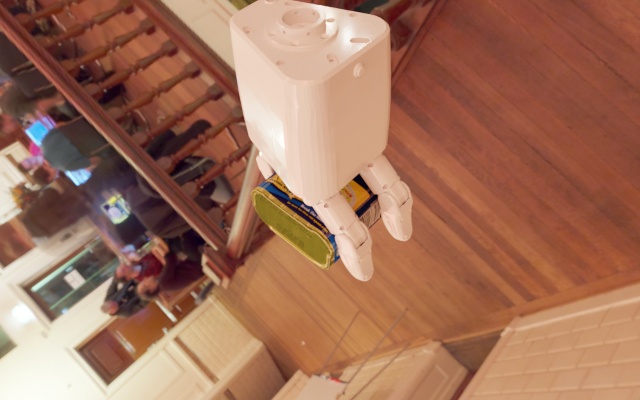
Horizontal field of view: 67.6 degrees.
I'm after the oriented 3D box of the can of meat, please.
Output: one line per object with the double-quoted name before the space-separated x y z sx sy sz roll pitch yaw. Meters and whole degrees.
"can of meat" 0.000 0.002 0.436 0.102 0.057 0.084 35 60 24
